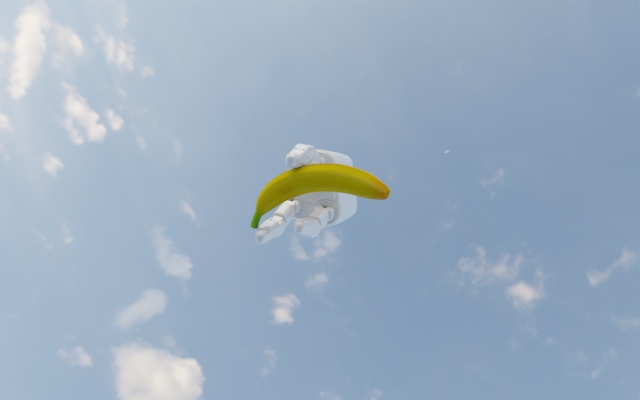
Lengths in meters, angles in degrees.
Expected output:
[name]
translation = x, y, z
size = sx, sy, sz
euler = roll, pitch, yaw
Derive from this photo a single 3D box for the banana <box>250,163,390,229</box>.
[banana]
translation = -0.007, -0.015, 0.635
size = 0.198, 0.069, 0.037
euler = -14, -3, 20
